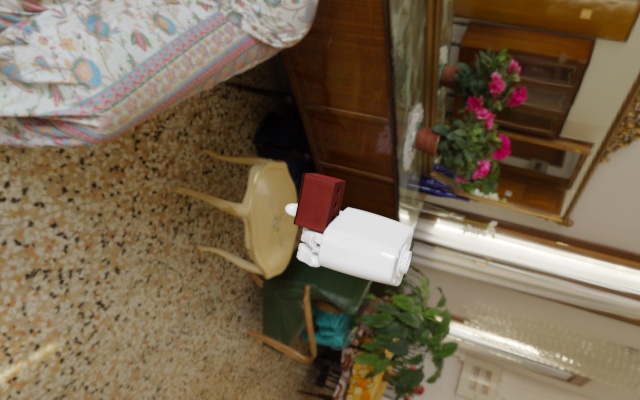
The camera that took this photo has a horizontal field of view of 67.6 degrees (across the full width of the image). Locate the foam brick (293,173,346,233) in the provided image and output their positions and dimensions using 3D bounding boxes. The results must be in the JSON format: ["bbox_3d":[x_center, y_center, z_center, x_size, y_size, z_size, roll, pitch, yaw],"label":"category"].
[{"bbox_3d":[0.000,0.002,0.703,0.051,0.078,0.053,15,10,21],"label":"foam brick"}]
